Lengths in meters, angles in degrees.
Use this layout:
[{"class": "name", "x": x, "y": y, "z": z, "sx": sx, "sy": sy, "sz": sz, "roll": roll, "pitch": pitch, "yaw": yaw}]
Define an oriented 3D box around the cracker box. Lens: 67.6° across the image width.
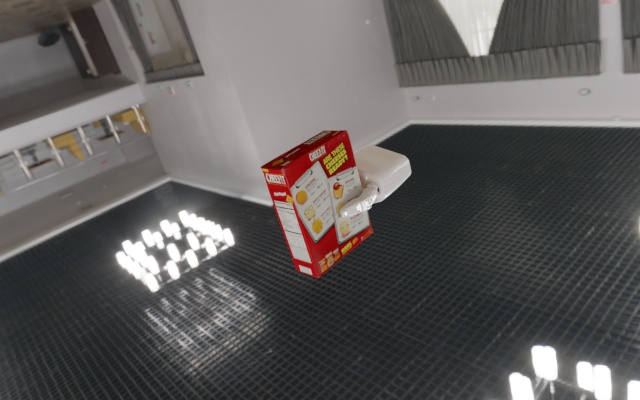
[{"class": "cracker box", "x": 0.000, "y": 0.003, "z": 0.858, "sx": 0.072, "sy": 0.214, "sz": 0.164, "roll": 8, "pitch": 33, "yaw": 45}]
